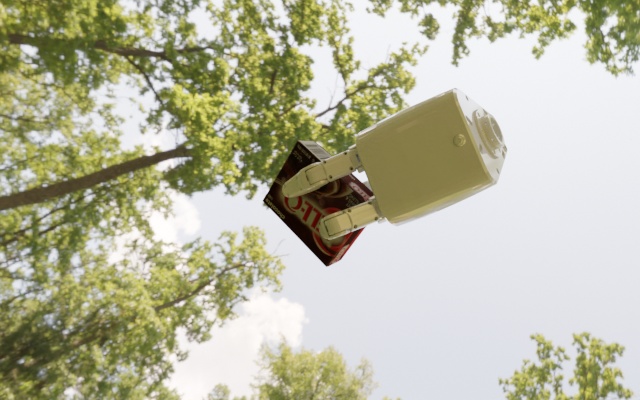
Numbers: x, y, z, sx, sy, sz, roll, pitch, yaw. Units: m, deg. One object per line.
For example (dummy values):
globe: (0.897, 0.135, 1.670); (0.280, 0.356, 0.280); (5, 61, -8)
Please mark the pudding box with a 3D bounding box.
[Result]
pudding box: (0.000, 0.002, 0.525); (0.113, 0.090, 0.039); (45, 29, 21)
